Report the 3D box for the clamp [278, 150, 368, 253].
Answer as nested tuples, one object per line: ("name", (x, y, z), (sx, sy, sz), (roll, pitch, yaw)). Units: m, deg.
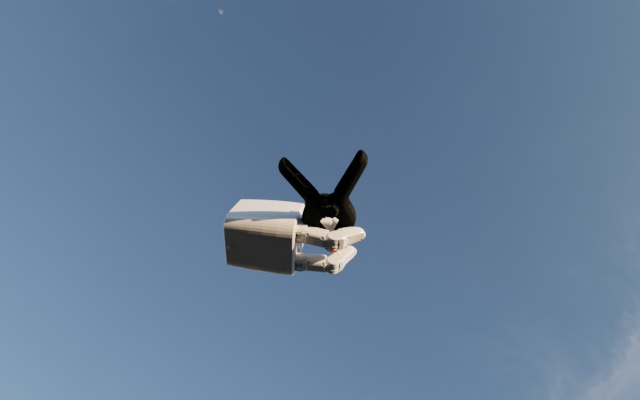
("clamp", (0.000, 0.002, 0.683), (0.120, 0.172, 0.039), (5, 33, 2))
